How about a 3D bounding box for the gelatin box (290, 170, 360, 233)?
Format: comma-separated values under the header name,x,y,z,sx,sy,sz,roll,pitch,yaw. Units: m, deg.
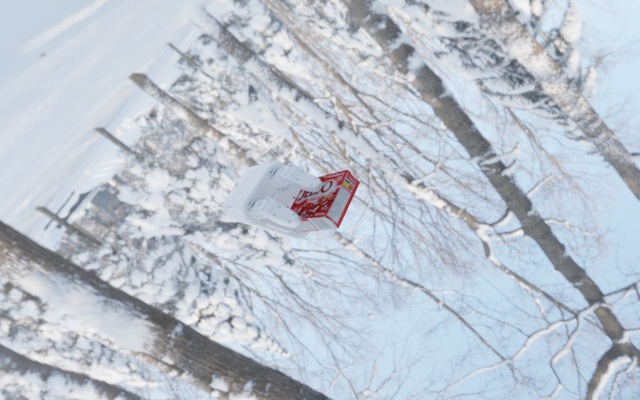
name,x,y,z,sx,sy,sz,roll,pitch,yaw
gelatin box,0.001,0.002,0.615,0.030,0.073,0.089,43,-30,-28
